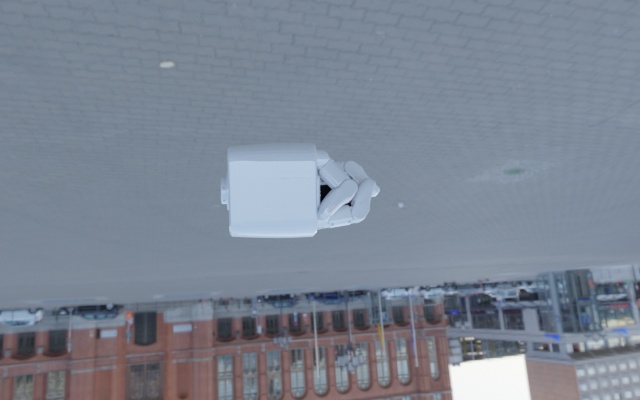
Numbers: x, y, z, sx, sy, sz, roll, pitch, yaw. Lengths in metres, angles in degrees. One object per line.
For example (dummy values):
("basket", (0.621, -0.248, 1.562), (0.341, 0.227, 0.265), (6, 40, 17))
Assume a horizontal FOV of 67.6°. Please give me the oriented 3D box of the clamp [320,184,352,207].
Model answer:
("clamp", (0.000, 0.003, 0.690), (0.120, 0.039, 0.171), (-1, -13, -9))
